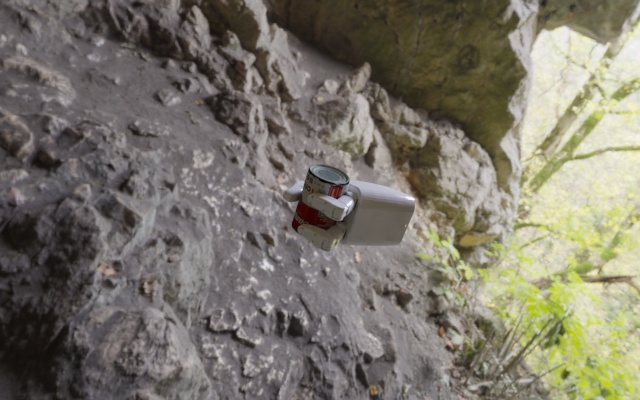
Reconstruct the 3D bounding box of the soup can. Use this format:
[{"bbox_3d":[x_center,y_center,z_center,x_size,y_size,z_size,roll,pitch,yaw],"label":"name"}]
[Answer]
[{"bbox_3d":[0.000,0.002,0.747,0.068,0.102,0.068,15,25,-7],"label":"soup can"}]
